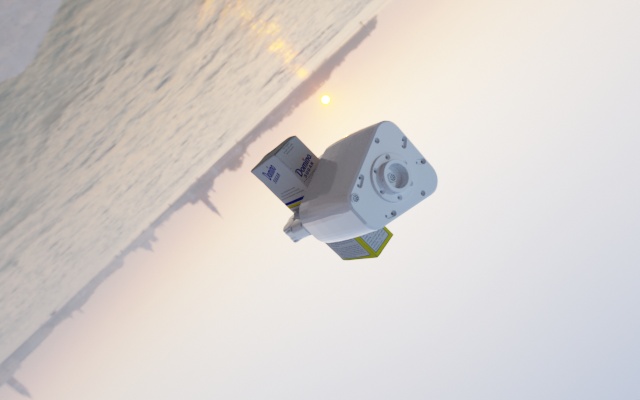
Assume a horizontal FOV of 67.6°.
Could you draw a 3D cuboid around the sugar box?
[{"bbox_3d":[0.001,0.002,0.601,0.048,0.176,0.093,-48,13,-25],"label":"sugar box"}]
